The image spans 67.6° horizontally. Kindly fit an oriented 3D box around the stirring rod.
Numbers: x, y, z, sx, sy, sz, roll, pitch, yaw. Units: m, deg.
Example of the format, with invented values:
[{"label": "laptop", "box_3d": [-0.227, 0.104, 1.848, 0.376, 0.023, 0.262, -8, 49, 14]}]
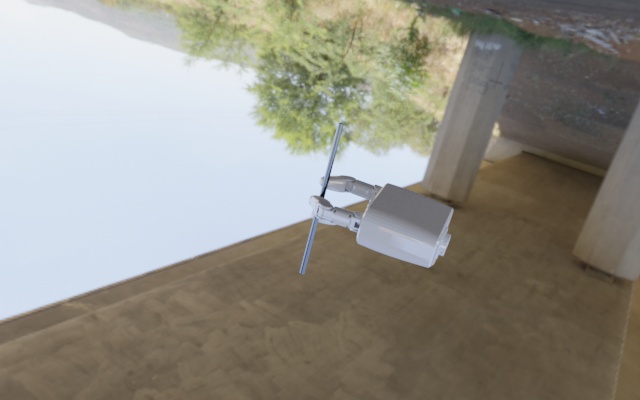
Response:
[{"label": "stirring rod", "box_3d": [0.000, 0.002, 0.711, 0.011, 0.239, 0.011, 13, 18, -4]}]
